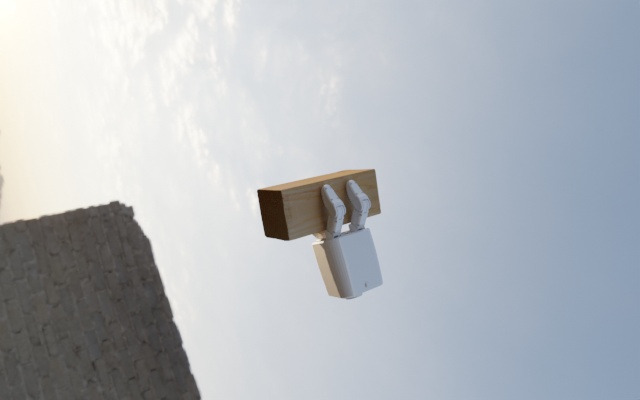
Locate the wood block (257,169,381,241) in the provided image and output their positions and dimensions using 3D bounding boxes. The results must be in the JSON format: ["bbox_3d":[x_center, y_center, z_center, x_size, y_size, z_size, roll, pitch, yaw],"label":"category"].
[{"bbox_3d":[0.000,0.003,0.875,0.206,0.090,0.091,-14,9,-34],"label":"wood block"}]
